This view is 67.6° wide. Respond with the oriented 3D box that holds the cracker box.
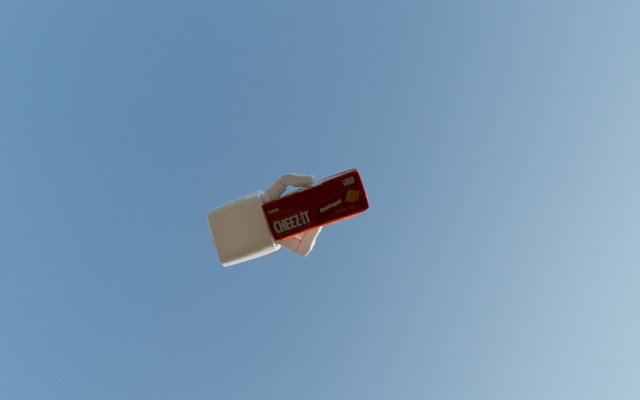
[{"bbox_3d":[0.000,0.003,0.852,0.164,0.072,0.213,-20,3,6],"label":"cracker box"}]
